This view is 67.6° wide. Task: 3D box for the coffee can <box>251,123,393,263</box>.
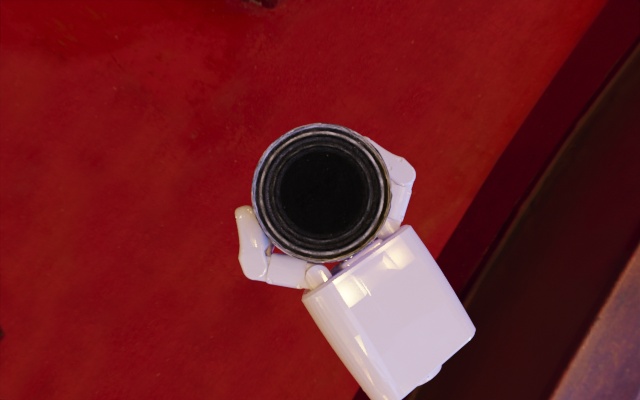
[{"bbox_3d":[0.000,0.001,0.413,0.103,0.103,0.140,0,-6,-1],"label":"coffee can"}]
